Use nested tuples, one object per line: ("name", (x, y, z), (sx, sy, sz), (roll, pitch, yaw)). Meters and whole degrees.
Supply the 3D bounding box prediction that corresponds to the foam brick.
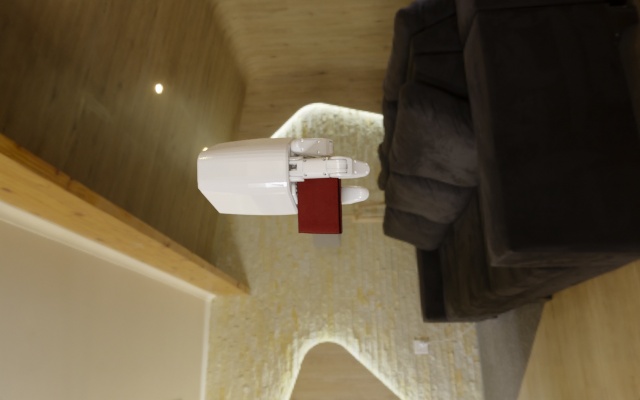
("foam brick", (0.000, 0.002, 0.578), (0.051, 0.078, 0.053), (-2, -3, 4))
